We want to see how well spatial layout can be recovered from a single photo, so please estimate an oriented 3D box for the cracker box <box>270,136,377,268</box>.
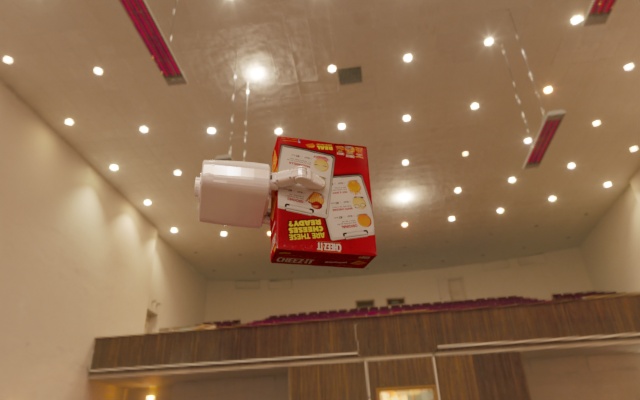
[{"bbox_3d":[0.000,0.002,0.811,0.164,0.213,0.072,5,-30,-13],"label":"cracker box"}]
